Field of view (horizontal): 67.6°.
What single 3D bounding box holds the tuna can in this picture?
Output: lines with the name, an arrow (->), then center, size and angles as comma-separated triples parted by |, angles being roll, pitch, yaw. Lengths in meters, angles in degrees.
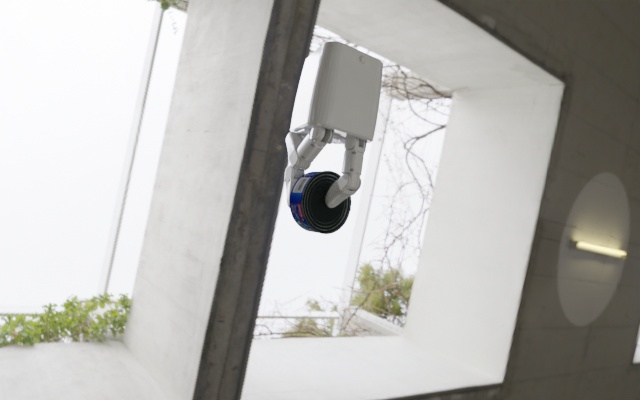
tuna can -> 0.000, 0.002, 0.654 | 0.086, 0.086, 0.034 | 0, 2, -39
